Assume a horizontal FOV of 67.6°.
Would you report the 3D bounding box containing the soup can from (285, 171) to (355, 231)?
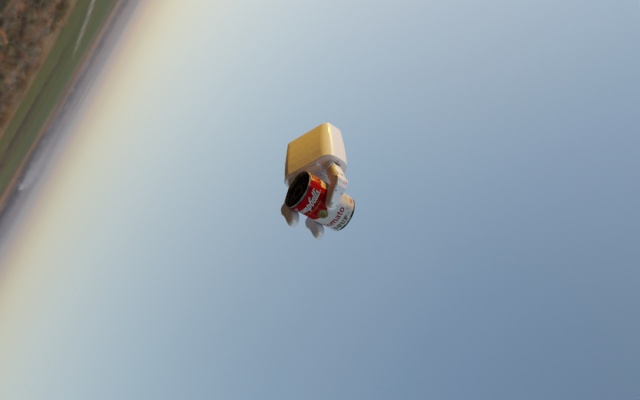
[{"bbox_3d":[0.000,0.003,0.821,0.102,0.068,0.068,29,-14,-27],"label":"soup can"}]
